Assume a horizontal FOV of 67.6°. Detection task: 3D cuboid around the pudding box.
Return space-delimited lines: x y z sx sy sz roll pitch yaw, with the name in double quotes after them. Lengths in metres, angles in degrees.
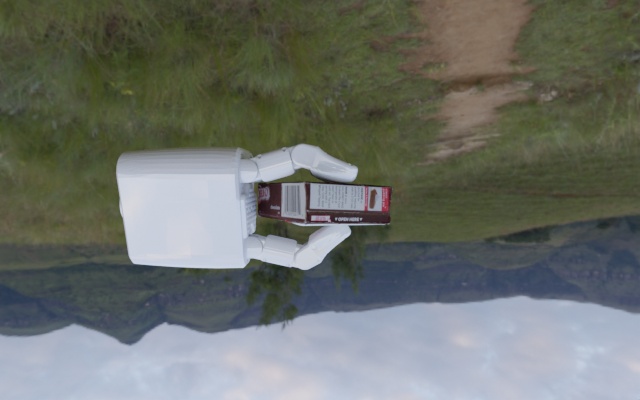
0.000 0.002 0.457 0.090 0.039 0.113 1 3 -28 "pudding box"
